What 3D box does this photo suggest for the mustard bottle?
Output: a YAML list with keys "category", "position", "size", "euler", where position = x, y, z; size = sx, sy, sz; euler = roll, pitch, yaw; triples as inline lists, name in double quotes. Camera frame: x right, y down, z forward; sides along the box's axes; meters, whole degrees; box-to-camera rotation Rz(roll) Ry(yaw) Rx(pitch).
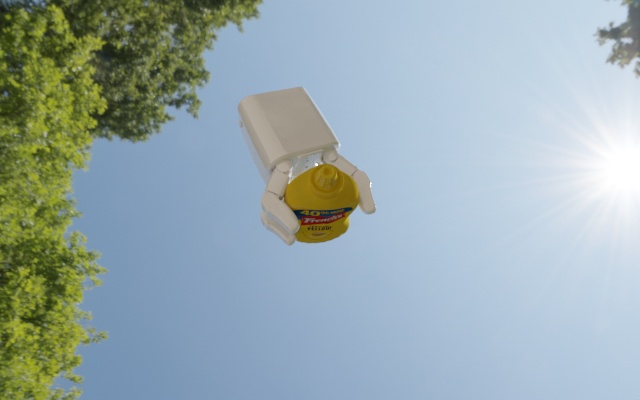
- category: "mustard bottle"
  position: [0.000, 0.002, 0.625]
  size: [0.096, 0.058, 0.192]
  euler: [-1, -22, -6]
